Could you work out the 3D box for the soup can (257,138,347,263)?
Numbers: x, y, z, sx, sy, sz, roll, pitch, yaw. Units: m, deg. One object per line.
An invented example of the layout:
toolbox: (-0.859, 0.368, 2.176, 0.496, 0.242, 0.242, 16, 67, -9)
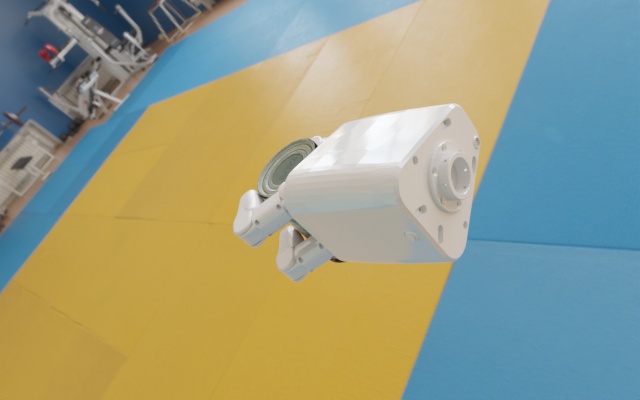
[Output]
soup can: (0.000, 0.001, 0.435, 0.068, 0.068, 0.102, 0, -37, 49)
